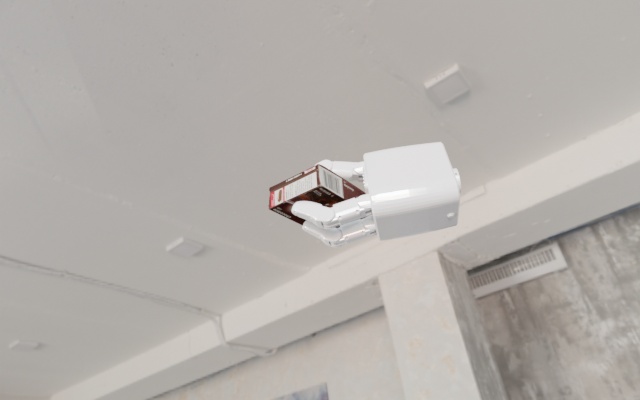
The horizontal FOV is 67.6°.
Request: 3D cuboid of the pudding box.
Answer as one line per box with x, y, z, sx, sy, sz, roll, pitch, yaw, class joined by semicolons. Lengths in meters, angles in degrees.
0.000;0.002;0.644;0.090;0.039;0.113;-24;-38;32;pudding box
